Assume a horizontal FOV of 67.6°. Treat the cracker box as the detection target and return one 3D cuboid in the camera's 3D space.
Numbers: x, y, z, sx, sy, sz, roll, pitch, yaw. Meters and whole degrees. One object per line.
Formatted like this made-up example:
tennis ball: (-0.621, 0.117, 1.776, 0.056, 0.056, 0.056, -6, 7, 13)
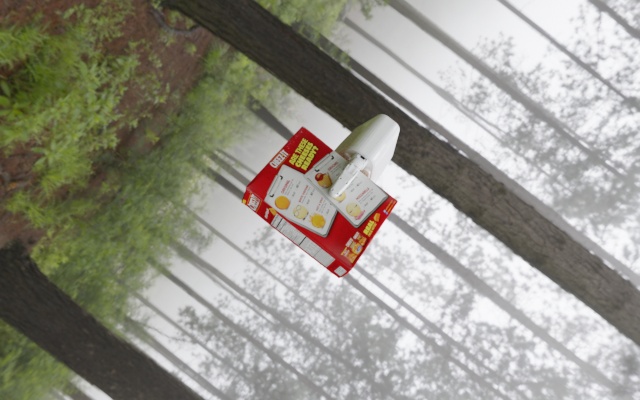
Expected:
cracker box: (0.000, 0.003, 0.813, 0.213, 0.164, 0.072, 38, -30, 1)
